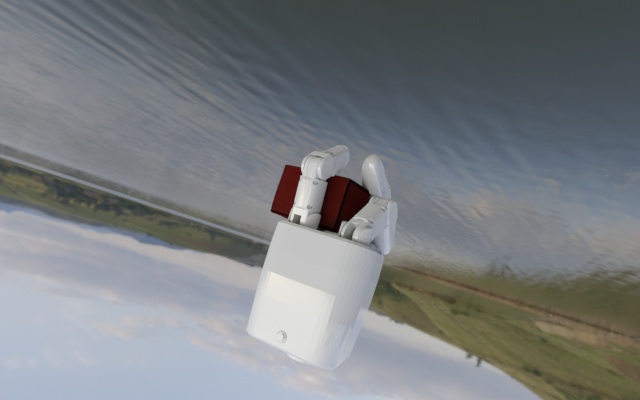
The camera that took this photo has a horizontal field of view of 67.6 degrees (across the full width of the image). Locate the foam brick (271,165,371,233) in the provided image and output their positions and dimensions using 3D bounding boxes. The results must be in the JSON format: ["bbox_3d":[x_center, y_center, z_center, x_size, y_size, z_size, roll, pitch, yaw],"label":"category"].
[{"bbox_3d":[0.000,0.001,0.473,0.078,0.051,0.053,15,-6,32],"label":"foam brick"}]
